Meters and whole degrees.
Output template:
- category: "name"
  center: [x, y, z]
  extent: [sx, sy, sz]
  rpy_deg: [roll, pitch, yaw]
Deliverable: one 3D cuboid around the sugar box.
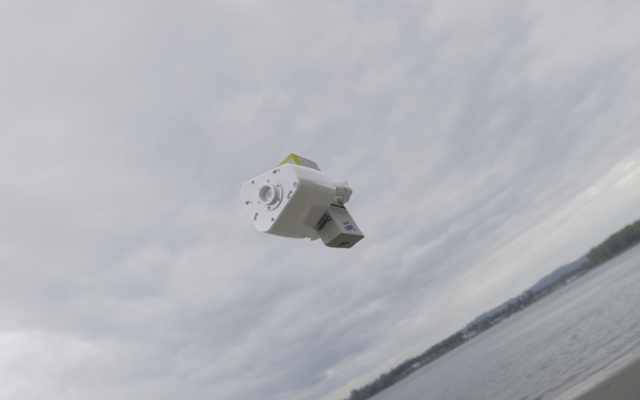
- category: "sugar box"
  center: [0.000, 0.003, 0.845]
  extent: [0.048, 0.176, 0.093]
  rpy_deg: [-38, -24, 20]
